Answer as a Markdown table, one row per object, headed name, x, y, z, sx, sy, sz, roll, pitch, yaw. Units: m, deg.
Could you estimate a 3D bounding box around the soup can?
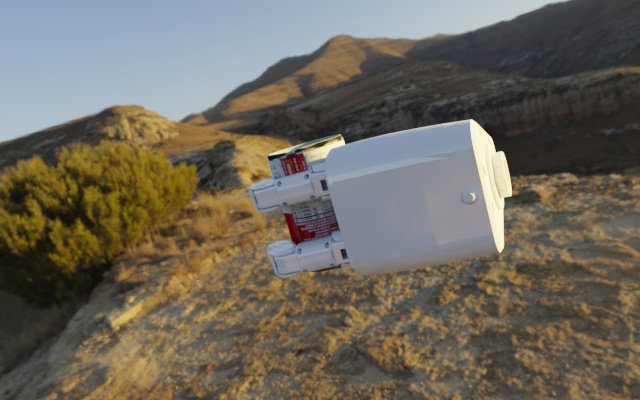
| name | x | y | z | sx | sy | sz | roll | pitch | yaw |
| --- | --- | --- | --- | --- | --- | --- | --- | --- | --- |
| soup can | 0.000 | 0.001 | 0.410 | 0.068 | 0.102 | 0.068 | -16 | 10 | 3 |
